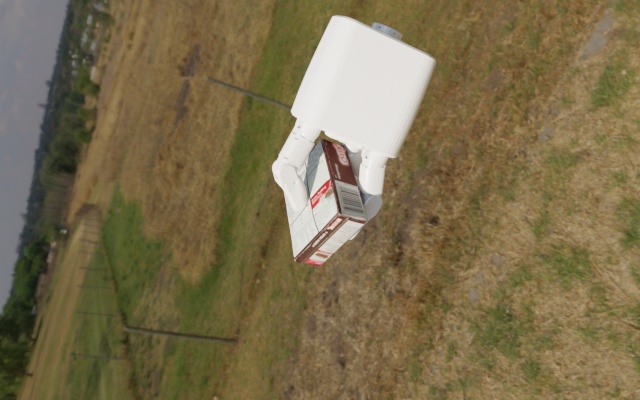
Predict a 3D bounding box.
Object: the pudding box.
[{"bbox_3d":[0.000,0.002,0.526,0.039,0.113,0.090,17,-47,-29],"label":"pudding box"}]
